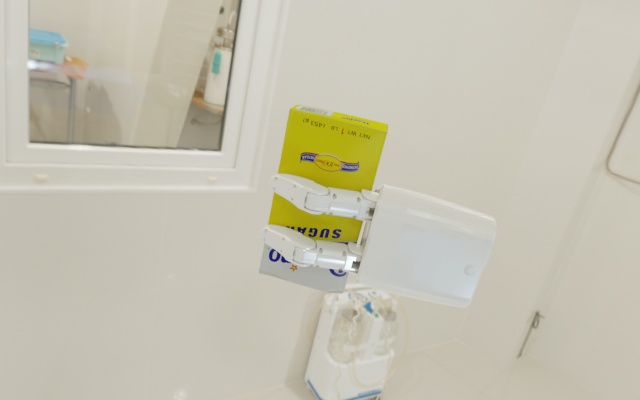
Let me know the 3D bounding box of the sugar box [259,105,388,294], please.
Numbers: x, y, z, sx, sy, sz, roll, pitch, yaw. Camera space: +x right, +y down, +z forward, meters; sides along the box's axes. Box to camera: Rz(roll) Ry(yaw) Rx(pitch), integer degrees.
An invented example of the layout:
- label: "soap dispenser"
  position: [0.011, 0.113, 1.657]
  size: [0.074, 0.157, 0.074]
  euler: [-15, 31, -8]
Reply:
- label: "sugar box"
  position: [0.000, 0.002, 0.472]
  size: [0.093, 0.176, 0.048]
  euler: [14, 20, 5]
